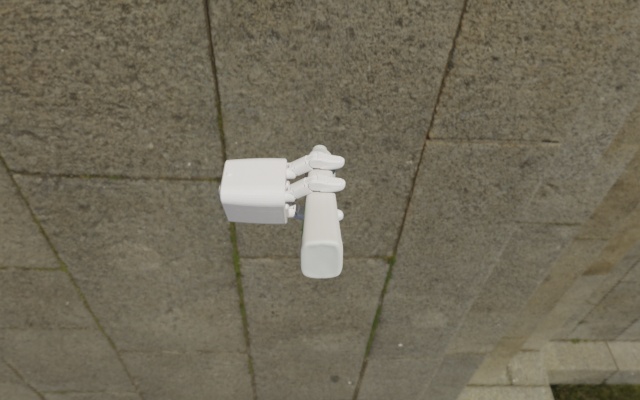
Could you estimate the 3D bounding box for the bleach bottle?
[{"bbox_3d":[0.000,0.003,0.825,0.068,0.250,0.103,0,-43,-1],"label":"bleach bottle"}]
